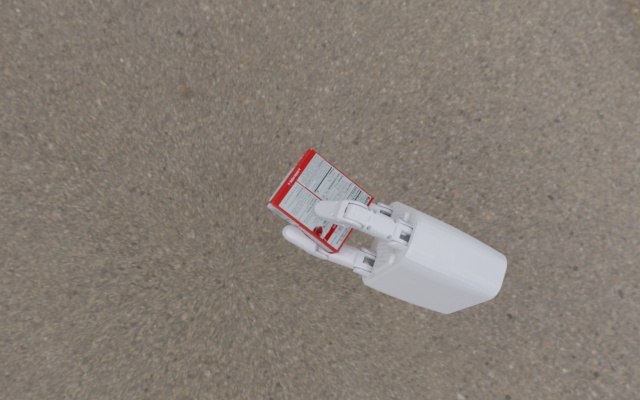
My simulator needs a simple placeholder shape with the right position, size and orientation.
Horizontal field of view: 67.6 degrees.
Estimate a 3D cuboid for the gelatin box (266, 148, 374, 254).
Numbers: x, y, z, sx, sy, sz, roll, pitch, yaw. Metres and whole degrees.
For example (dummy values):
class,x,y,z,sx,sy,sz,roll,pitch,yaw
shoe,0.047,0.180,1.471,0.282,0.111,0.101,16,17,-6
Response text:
class,x,y,z,sx,sy,sz,roll,pitch,yaw
gelatin box,0.000,0.001,0.499,0.089,0.073,0.030,38,-15,-12
